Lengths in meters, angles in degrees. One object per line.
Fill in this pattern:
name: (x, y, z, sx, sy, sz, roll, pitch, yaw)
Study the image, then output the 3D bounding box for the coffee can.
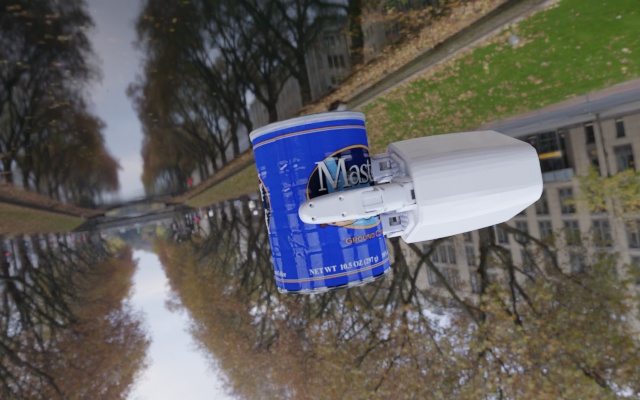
coffee can: (0.000, 0.001, 0.424, 0.103, 0.140, 0.103, -10, 1, 0)
